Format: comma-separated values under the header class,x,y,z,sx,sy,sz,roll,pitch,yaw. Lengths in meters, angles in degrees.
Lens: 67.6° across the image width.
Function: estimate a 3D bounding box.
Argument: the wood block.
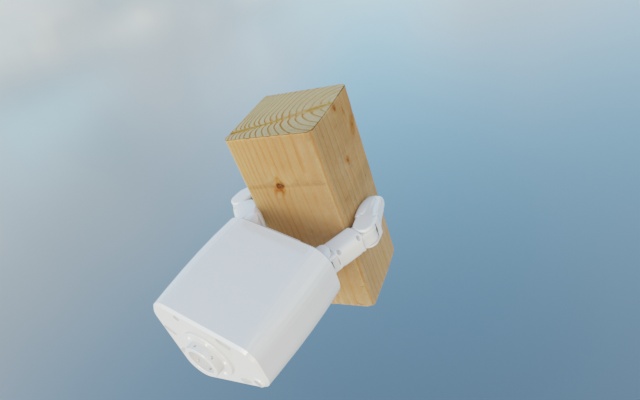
class,x,y,z,sx,sy,sz,roll,pitch,yaw
wood block,0.000,0.002,0.482,0.091,0.206,0.090,-2,37,27
